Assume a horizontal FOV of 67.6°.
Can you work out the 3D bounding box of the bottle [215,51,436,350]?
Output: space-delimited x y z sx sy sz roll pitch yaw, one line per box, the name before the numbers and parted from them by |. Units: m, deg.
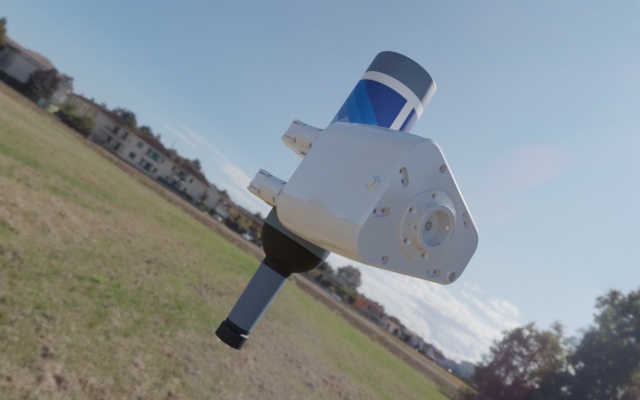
bottle | 0.000 0.001 0.435 0.069 0.295 0.069 33 -7 5
